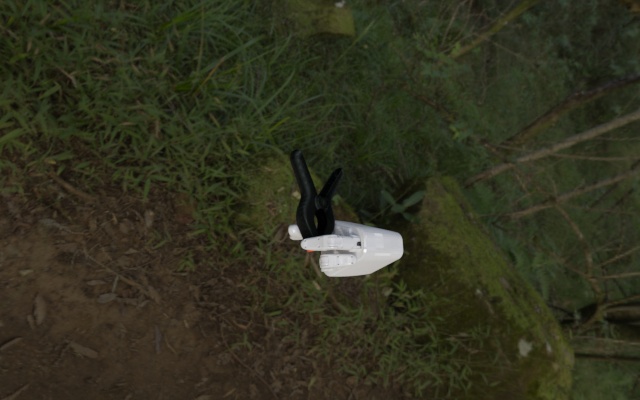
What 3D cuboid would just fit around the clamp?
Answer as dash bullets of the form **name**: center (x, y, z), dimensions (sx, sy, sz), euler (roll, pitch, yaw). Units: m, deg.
- **clamp**: center (0.000, 0.003, 0.822), dimensions (0.120, 0.171, 0.039), euler (6, -14, -39)
